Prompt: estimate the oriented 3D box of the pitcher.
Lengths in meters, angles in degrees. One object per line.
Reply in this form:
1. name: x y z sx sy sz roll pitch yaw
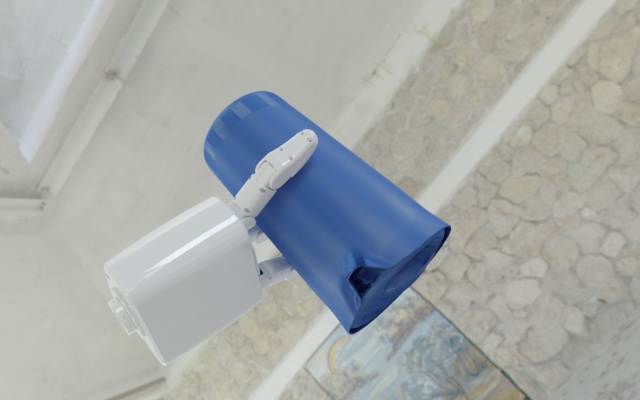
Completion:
1. pitcher: 0.000 0.002 0.482 0.145 0.242 0.149 -34 -25 -27
